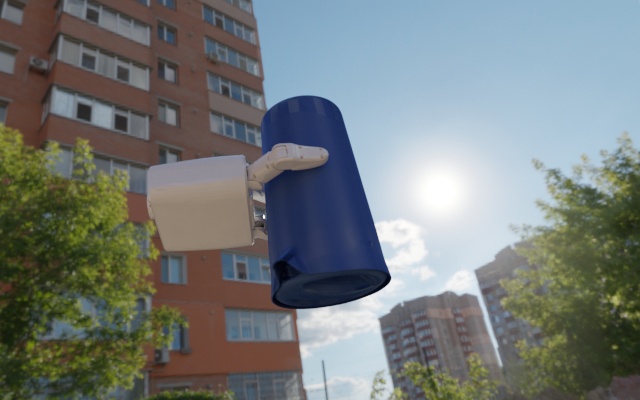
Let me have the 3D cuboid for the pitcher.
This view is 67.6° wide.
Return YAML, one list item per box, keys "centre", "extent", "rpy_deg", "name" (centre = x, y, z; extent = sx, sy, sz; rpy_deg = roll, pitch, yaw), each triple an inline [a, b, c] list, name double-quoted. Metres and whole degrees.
- centre: [0.000, 0.002, 0.579]
  extent: [0.145, 0.242, 0.149]
  rpy_deg: [-6, -27, -8]
  name: "pitcher"
